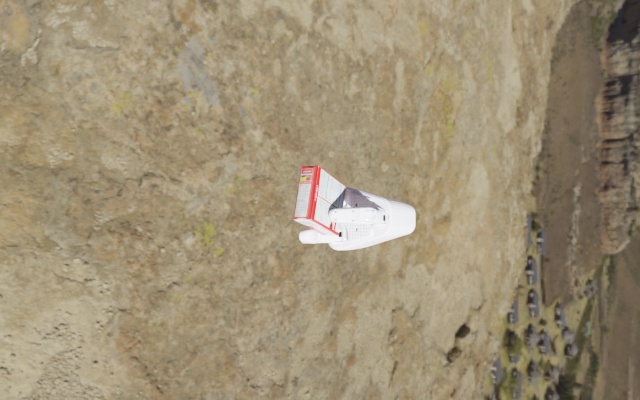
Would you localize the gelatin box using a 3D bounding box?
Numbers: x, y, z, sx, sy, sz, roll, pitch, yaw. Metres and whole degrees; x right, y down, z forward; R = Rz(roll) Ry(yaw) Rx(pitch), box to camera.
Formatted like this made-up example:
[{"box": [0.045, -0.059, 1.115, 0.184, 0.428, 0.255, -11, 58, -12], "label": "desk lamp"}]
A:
[{"box": [0.000, 0.002, 0.642, 0.030, 0.073, 0.089, 0, -16, 28], "label": "gelatin box"}]
